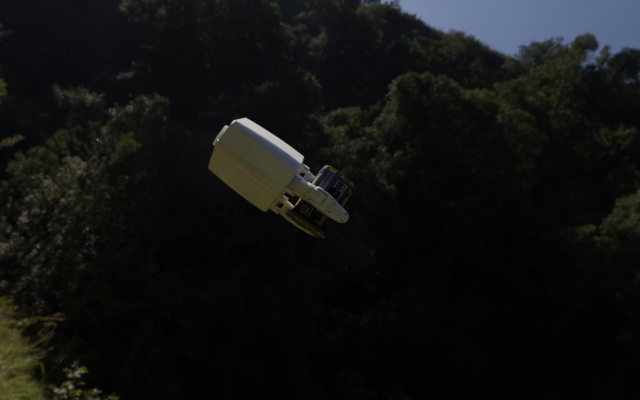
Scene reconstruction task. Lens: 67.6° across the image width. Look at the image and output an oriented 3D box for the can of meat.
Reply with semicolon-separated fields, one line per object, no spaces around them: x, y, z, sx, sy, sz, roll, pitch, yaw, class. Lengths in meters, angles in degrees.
0.000;0.002;0.667;0.057;0.084;0.102;35;-7;-4;can of meat
